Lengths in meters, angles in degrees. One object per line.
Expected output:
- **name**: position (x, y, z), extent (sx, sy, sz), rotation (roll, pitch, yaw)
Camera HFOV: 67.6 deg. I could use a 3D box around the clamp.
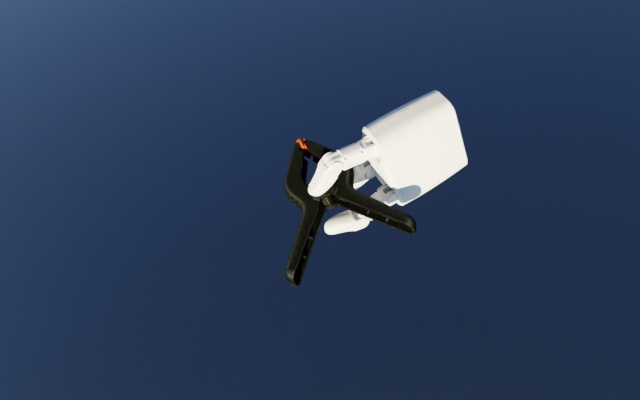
- **clamp**: position (0.000, 0.001, 0.611), extent (0.164, 0.210, 0.036), rotation (-29, -37, -5)
